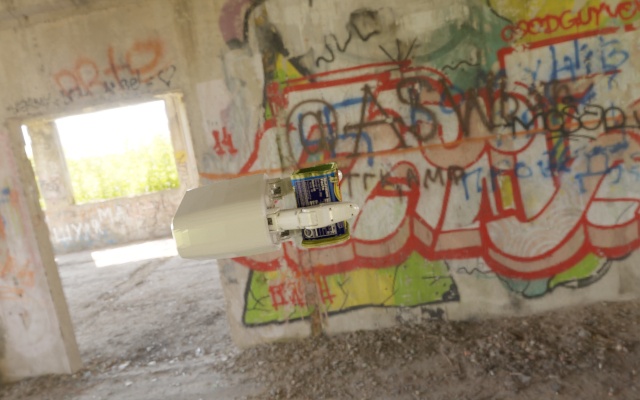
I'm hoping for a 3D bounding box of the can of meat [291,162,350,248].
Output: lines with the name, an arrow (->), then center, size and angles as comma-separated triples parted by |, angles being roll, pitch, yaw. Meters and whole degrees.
can of meat -> 0.000, 0.002, 0.573 | 0.057, 0.084, 0.102 | -10, 8, 4
